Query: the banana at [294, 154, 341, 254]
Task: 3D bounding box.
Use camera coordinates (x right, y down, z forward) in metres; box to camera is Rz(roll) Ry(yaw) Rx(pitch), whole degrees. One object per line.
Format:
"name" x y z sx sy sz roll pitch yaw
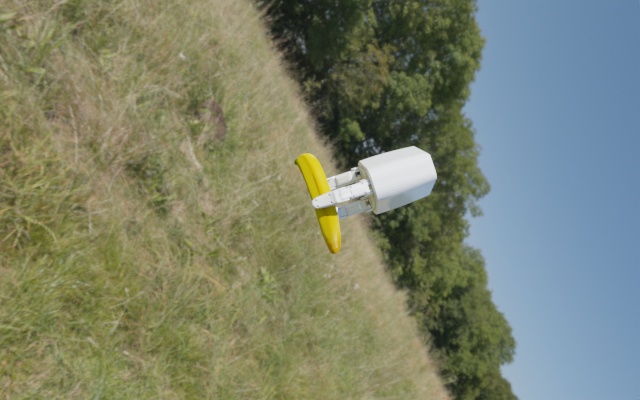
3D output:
"banana" -0.001 -0.009 0.804 0.037 0.197 0.070 -17 -26 -7
